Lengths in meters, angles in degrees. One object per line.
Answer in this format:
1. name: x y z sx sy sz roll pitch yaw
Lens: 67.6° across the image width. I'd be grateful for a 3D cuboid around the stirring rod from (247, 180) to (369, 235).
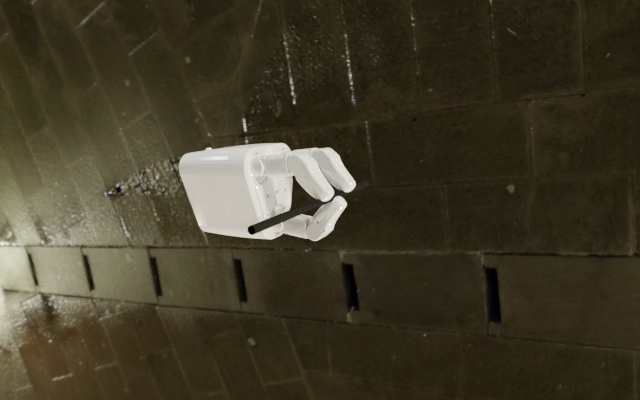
1. stirring rod: 0.000 0.002 0.500 0.011 0.011 0.239 0 11 29
